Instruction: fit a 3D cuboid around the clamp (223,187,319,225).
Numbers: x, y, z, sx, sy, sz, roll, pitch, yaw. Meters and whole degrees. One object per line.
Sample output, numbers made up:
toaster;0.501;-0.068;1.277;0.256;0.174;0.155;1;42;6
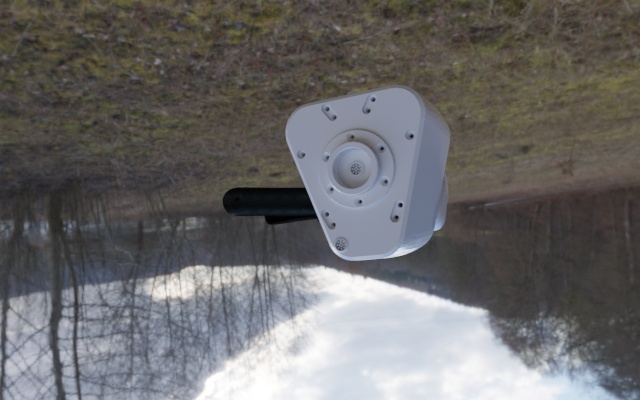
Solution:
clamp;0.000;0.002;0.439;0.171;0.039;0.120;-8;-4;21
